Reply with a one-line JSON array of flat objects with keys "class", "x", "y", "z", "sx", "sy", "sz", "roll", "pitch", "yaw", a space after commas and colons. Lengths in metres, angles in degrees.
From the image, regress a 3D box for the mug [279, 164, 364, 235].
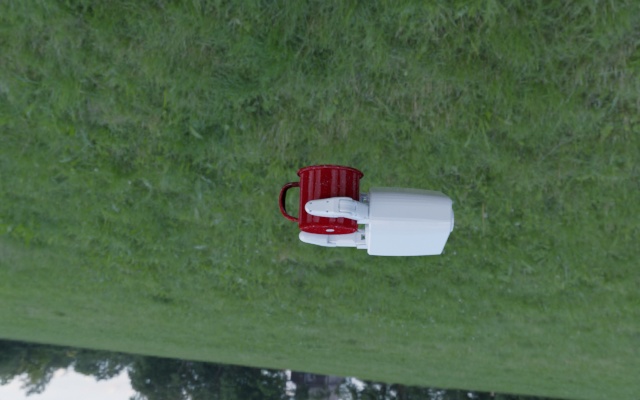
[{"class": "mug", "x": -0.001, "y": 0.002, "z": 0.657, "sx": 0.117, "sy": 0.081, "sz": 0.093, "roll": 1, "pitch": -12, "yaw": 6}]
